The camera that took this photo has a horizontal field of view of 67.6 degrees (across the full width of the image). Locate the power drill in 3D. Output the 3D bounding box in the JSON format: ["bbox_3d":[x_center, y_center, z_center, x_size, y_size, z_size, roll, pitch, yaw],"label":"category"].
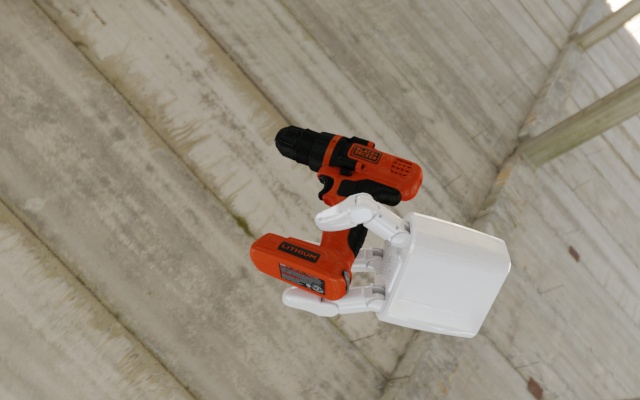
[{"bbox_3d":[0.000,0.002,0.526,0.184,0.187,0.057,19,-31,18],"label":"power drill"}]
